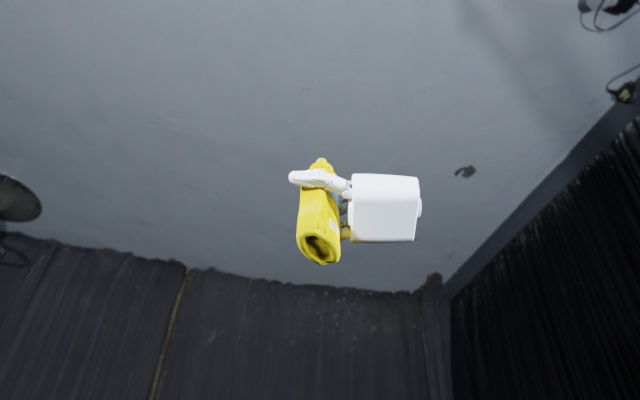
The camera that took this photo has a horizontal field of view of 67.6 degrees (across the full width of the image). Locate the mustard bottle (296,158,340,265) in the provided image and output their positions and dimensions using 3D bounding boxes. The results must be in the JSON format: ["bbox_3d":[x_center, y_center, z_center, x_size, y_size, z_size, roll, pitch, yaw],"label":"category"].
[{"bbox_3d":[0.000,0.003,0.786,0.058,0.191,0.096,-16,-43,20],"label":"mustard bottle"}]
